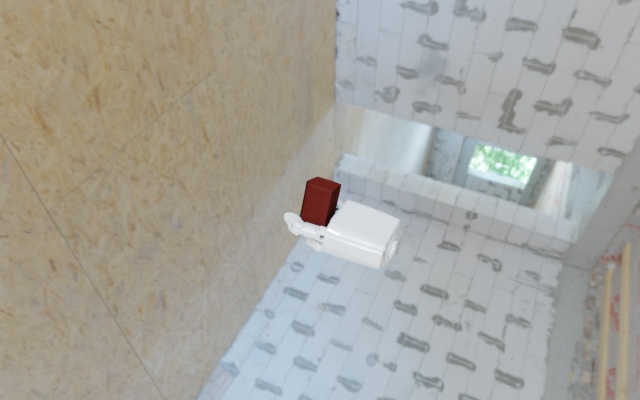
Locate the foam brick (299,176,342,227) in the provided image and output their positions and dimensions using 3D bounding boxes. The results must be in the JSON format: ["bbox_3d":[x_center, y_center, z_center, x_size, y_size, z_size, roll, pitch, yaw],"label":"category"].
[{"bbox_3d":[0.000,0.003,0.865,0.051,0.078,0.053,18,21,18],"label":"foam brick"}]
